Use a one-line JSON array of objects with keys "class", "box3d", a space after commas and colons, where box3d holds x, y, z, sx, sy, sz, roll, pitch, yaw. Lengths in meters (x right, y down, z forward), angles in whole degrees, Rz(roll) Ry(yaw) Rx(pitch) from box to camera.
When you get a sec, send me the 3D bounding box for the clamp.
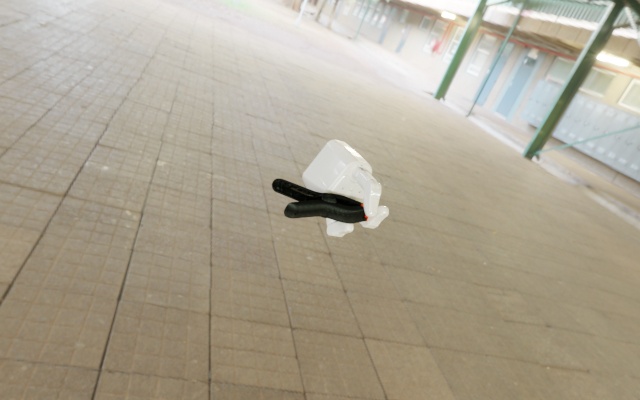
[{"class": "clamp", "box3d": [0.001, 0.002, 0.797, 0.171, 0.039, 0.120, 10, 27, -30]}]
